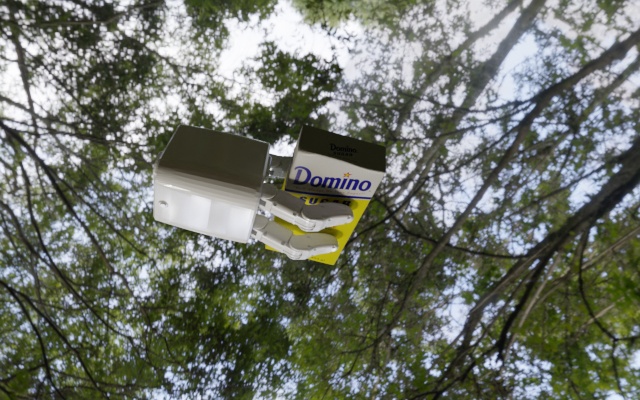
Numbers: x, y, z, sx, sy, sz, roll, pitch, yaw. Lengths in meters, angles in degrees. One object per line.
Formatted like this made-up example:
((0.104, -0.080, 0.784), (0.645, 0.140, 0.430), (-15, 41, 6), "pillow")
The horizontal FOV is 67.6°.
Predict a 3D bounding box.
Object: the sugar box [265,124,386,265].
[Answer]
((0.000, 0.002, 0.540), (0.093, 0.048, 0.176), (14, -40, -8), "sugar box")
